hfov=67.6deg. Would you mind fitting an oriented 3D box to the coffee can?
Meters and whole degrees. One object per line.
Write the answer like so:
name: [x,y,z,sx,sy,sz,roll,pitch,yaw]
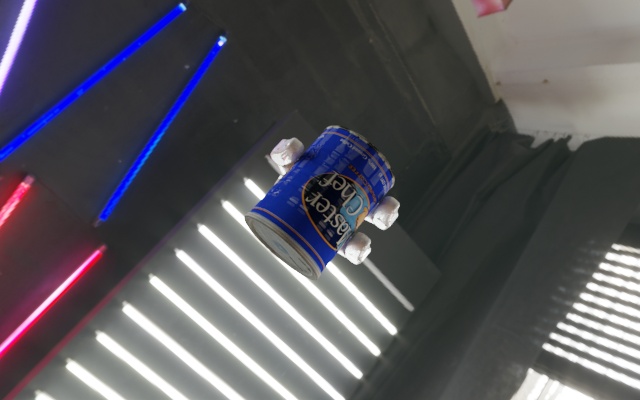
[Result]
coffee can: [0.000,0.002,0.528,0.103,0.140,0.103,36,-19,14]
